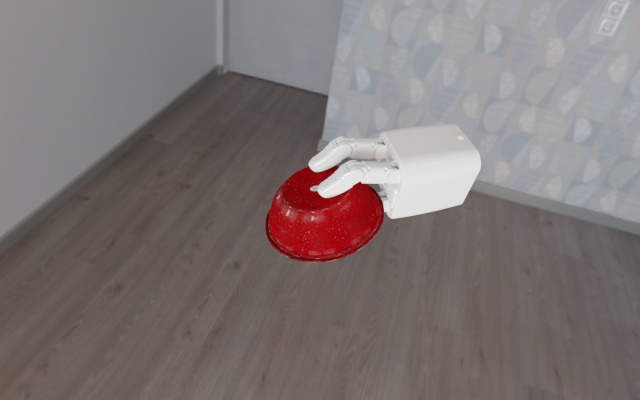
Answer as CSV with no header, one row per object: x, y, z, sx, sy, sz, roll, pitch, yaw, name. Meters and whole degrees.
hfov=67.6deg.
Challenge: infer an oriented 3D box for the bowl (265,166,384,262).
-0.001,0.002,0.620,0.162,0.055,0.162,-8,42,7,bowl
